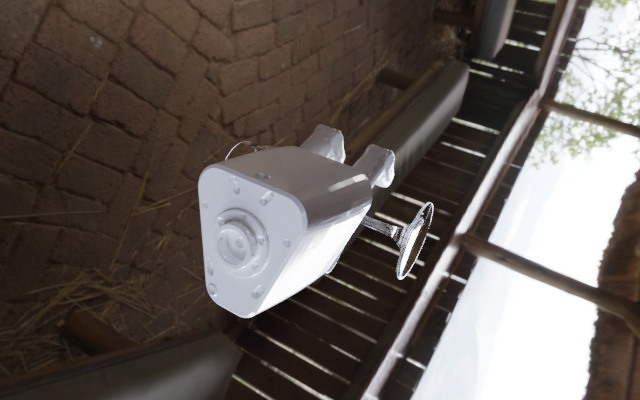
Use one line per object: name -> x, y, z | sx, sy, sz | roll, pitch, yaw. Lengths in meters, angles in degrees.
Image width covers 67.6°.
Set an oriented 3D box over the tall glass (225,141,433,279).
tall glass -> 0.001, 0.002, 0.463 | 0.201, 0.079, 0.079 | 22, 9, 23
